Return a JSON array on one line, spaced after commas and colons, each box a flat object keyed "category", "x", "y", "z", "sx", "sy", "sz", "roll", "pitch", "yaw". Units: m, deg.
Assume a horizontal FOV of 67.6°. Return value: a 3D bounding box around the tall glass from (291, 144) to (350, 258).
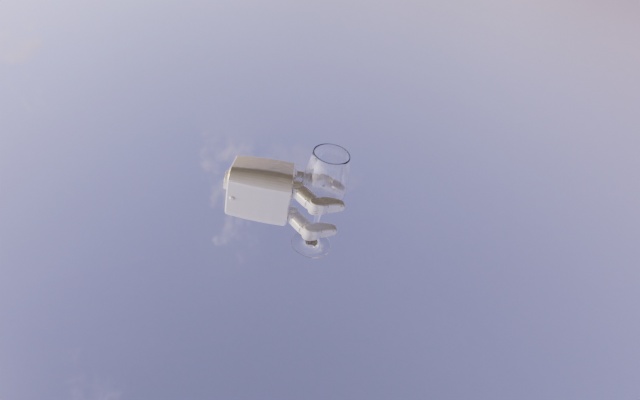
[{"category": "tall glass", "x": 0.000, "y": 0.003, "z": 0.823, "sx": 0.079, "sy": 0.201, "sz": 0.079, "roll": 9, "pitch": 37, "yaw": -7}]
